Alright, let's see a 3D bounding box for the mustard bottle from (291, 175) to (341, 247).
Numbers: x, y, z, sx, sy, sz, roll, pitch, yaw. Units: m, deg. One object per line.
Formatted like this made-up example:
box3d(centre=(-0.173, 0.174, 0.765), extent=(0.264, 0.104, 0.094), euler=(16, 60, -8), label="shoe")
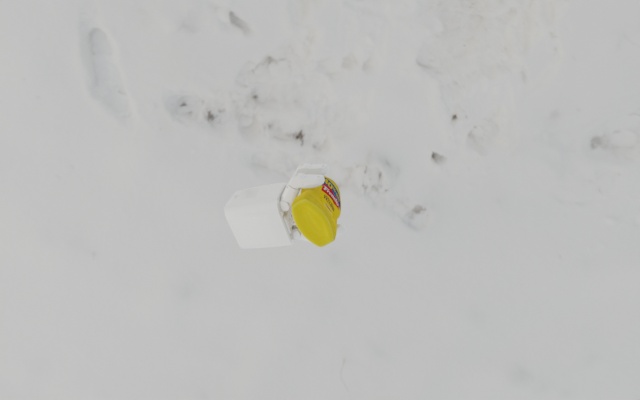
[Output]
box3d(centre=(0.000, 0.003, 0.891), extent=(0.058, 0.096, 0.191), euler=(-30, 16, 19), label="mustard bottle")
